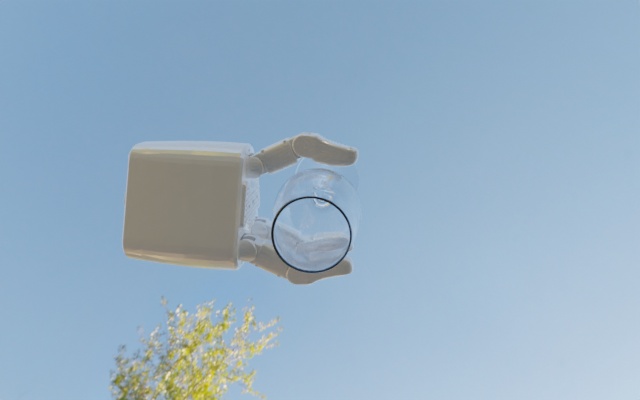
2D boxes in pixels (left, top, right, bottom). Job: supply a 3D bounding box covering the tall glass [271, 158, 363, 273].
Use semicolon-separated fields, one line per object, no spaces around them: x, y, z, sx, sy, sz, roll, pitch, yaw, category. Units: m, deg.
0.000;0.001;0.454;0.079;0.079;0.201;0;15;4;tall glass
